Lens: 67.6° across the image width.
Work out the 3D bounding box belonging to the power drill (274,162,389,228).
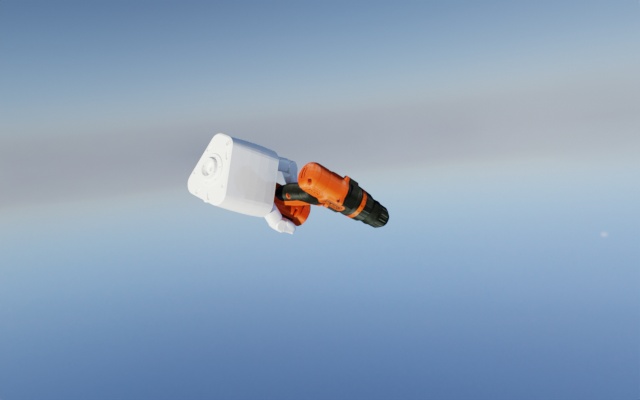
[{"bbox_3d":[0.000,0.003,0.809,0.184,0.057,0.187,32,-27,-32],"label":"power drill"}]
